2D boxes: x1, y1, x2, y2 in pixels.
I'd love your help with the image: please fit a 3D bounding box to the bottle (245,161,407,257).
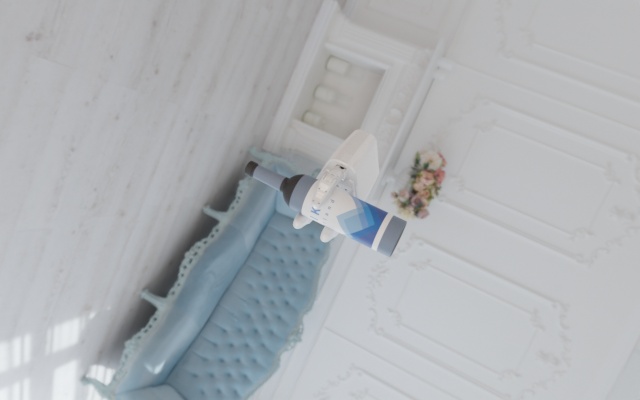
[{"bbox_3d":[0.000,0.003,0.823,0.295,0.069,0.069,26,6,13],"label":"bottle"}]
